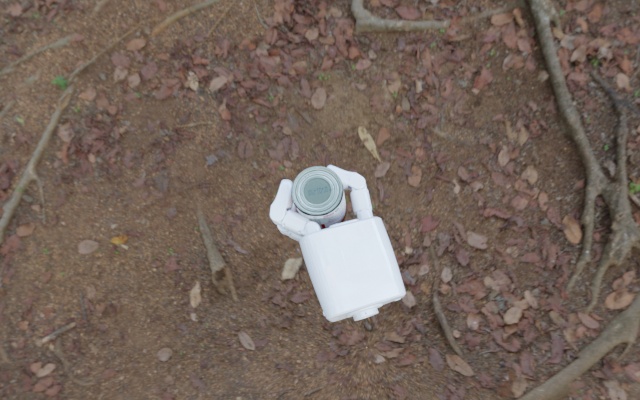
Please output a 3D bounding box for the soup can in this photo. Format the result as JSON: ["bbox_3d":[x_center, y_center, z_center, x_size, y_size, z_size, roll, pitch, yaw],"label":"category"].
[{"bbox_3d":[0.000,0.002,0.643,0.068,0.068,0.102,0,-17,5],"label":"soup can"}]
